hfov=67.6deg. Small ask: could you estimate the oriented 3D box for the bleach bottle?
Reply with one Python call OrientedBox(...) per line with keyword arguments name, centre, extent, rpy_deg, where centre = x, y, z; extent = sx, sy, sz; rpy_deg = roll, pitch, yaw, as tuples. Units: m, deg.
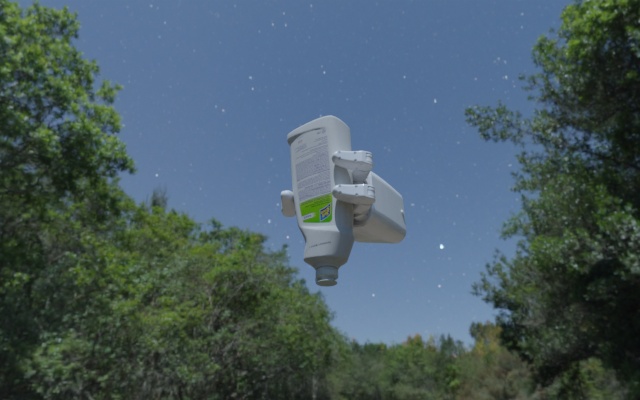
OrientedBox(name="bleach bottle", centre=(0.000, 0.002, 0.700), extent=(0.102, 0.250, 0.068), rpy_deg=(-21, -33, 33))
